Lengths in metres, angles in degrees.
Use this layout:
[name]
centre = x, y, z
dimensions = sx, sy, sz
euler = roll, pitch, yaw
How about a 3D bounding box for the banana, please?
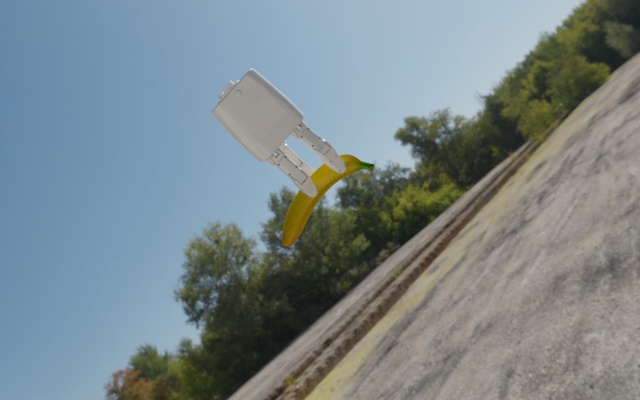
[banana]
centre = -0.004, -0.011, 0.775
dimensions = 0.037, 0.198, 0.069
euler = 32, 20, -40
